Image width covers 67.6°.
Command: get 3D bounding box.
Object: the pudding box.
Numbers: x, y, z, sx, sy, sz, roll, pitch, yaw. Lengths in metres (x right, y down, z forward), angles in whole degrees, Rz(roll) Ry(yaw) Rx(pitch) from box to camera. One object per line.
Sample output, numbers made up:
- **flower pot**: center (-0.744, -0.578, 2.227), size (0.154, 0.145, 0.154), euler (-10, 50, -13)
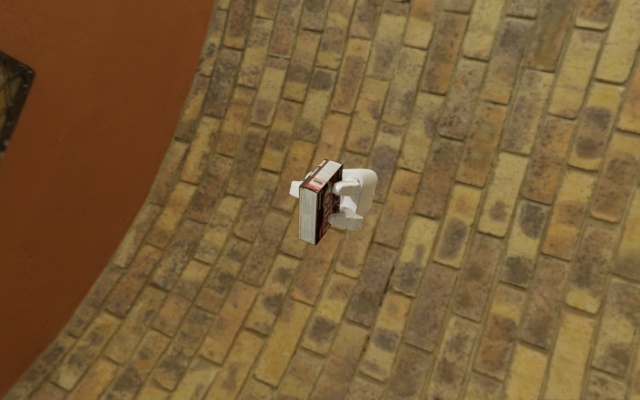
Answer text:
- **pudding box**: center (0.000, 0.002, 0.770), size (0.039, 0.114, 0.090), euler (17, 41, 20)
